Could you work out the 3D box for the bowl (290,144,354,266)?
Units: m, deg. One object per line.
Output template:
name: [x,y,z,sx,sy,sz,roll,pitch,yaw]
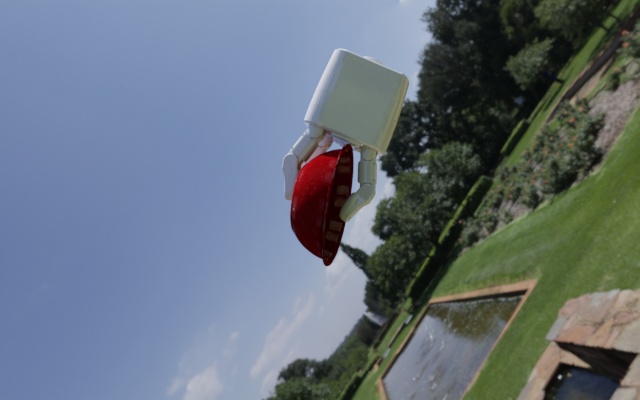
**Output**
bowl: [-0.001,0.003,0.625,0.055,0.162,0.162,10,2,12]
